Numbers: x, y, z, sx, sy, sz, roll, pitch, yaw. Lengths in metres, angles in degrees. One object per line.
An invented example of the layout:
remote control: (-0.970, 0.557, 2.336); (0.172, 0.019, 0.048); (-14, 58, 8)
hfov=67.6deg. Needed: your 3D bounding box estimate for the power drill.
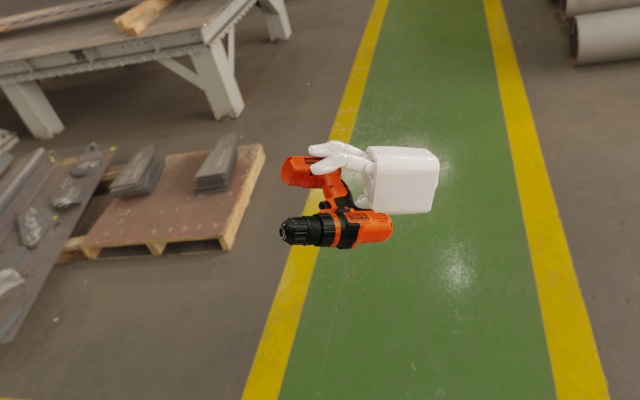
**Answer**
power drill: (0.000, 0.002, 0.759); (0.184, 0.057, 0.187); (1, 39, -29)
